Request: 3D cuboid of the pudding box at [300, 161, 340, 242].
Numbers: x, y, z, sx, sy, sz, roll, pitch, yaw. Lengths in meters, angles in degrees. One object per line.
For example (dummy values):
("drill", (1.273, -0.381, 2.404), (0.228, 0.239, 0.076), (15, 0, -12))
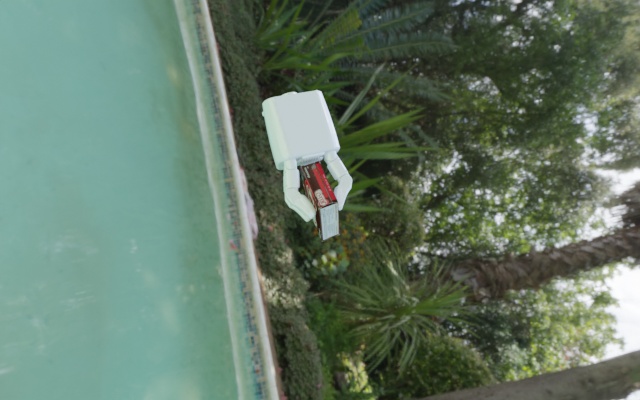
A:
("pudding box", (0.000, 0.003, 0.804), (0.039, 0.090, 0.114), (-19, -32, -6))
